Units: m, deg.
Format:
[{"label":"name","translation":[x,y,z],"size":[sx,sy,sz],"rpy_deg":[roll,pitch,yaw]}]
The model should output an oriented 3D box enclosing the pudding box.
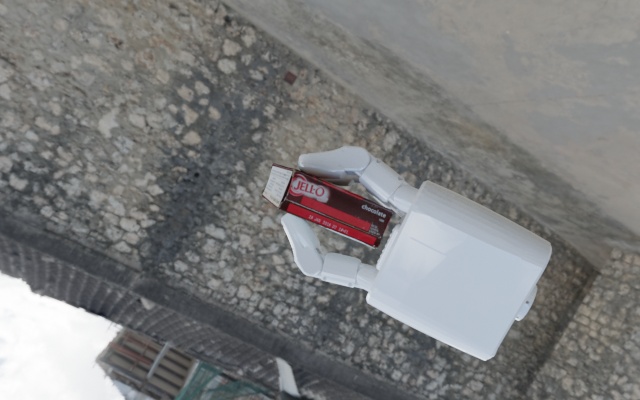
[{"label":"pudding box","translation":[0.000,0.002,0.420],"size":[0.090,0.039,0.113],"rpy_deg":[24,-2,-16]}]
